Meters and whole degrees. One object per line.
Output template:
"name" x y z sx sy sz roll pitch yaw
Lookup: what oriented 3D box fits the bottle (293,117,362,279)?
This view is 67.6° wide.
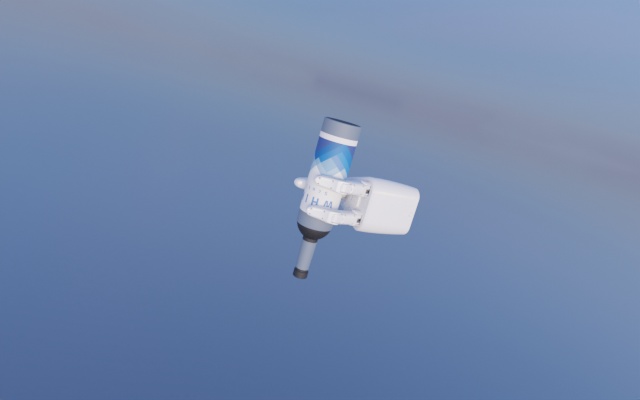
"bottle" 0.000 0.003 0.854 0.069 0.296 0.069 15 14 -4
